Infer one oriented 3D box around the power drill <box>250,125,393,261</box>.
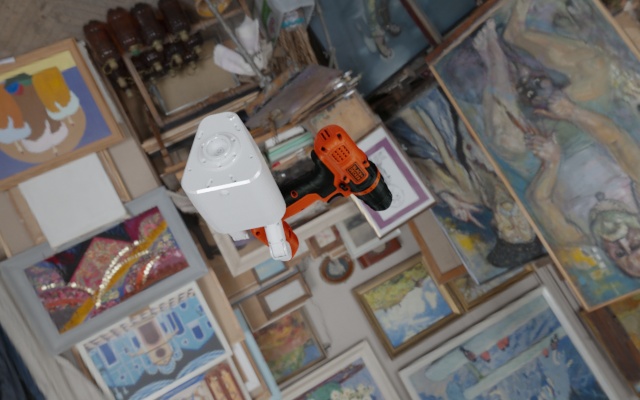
[{"bbox_3d":[0.000,0.002,0.679,0.184,0.187,0.057,45,8,-43],"label":"power drill"}]
